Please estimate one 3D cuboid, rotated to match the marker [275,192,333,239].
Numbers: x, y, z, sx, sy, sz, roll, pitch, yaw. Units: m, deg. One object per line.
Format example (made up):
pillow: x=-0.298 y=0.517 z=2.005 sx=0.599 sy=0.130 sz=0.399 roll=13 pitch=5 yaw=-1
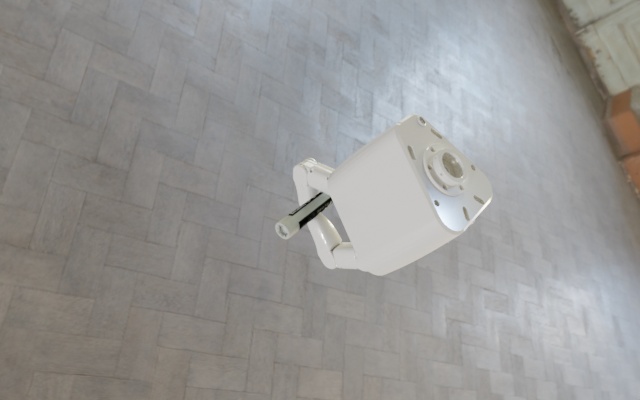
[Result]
marker: x=0.000 y=0.002 z=0.494 sx=0.020 sy=0.020 sz=0.121 roll=0 pitch=27 yaw=43
